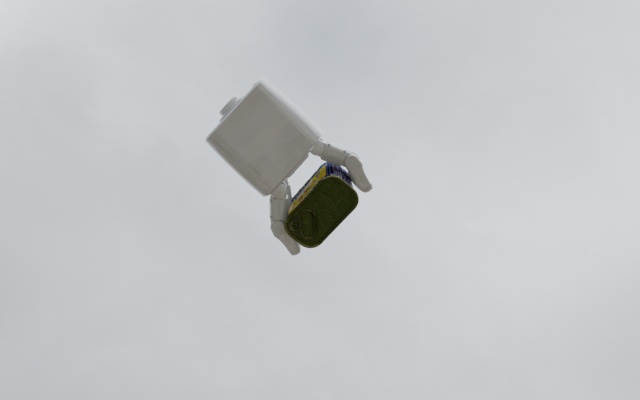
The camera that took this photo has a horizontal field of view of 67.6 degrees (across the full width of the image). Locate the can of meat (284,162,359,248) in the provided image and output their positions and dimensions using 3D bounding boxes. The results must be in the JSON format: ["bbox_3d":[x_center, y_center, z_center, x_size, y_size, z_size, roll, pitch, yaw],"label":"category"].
[{"bbox_3d":[0.000,0.002,0.643,0.057,0.102,0.084,39,15,-14],"label":"can of meat"}]
